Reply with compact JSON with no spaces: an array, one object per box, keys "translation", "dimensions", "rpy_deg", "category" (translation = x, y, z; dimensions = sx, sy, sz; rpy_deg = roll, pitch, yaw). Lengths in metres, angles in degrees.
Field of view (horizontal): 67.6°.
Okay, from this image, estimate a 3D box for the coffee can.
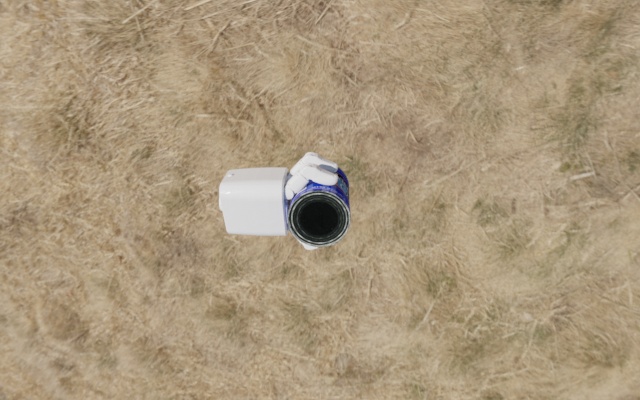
[{"translation":[0.000,0.003,0.831],"dimensions":[0.103,0.103,0.140],"rpy_deg":[0,24,2],"category":"coffee can"}]
